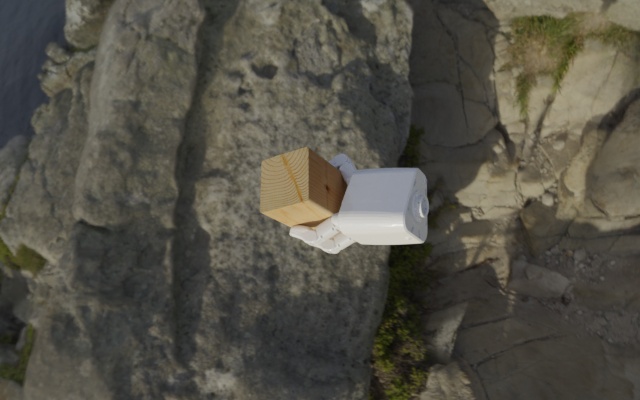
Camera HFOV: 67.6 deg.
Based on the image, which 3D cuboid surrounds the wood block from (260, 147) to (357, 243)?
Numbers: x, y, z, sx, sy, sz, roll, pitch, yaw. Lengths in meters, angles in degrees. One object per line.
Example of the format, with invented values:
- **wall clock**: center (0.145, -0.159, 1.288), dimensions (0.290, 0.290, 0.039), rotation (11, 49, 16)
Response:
- **wood block**: center (0.000, 0.002, 0.787), dimensions (0.090, 0.090, 0.206), rotation (-15, -27, 29)
